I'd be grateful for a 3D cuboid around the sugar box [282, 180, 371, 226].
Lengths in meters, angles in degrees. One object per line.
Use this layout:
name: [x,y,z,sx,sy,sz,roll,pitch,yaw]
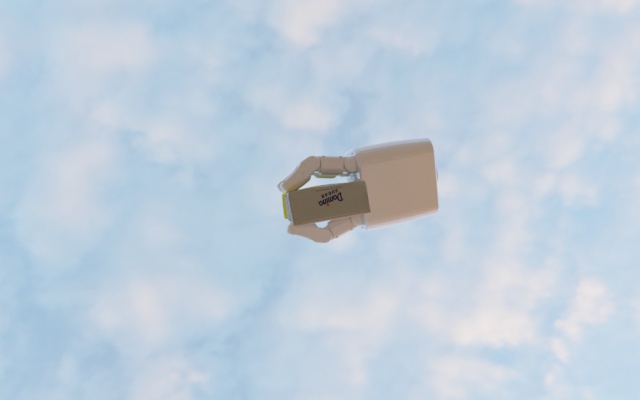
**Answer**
sugar box: [0.000,0.001,0.624,0.093,0.048,0.176,-10,-1,-8]
